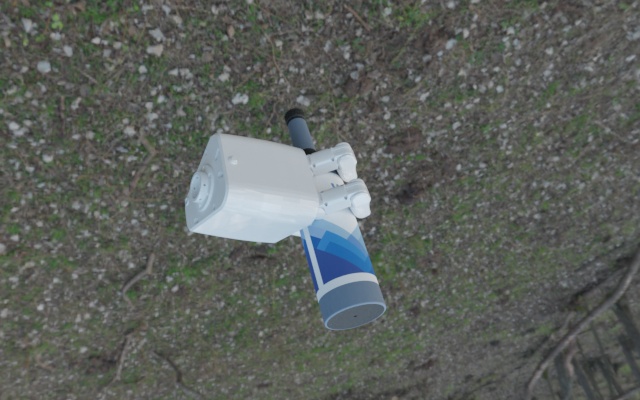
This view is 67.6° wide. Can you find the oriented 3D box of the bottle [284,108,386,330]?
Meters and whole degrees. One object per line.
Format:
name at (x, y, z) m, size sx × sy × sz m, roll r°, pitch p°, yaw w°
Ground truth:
bottle at (0.000, 0.002, 0.571) m, size 0.069 × 0.295 × 0.069 m, roll -12°, pitch -33°, yaw -8°
